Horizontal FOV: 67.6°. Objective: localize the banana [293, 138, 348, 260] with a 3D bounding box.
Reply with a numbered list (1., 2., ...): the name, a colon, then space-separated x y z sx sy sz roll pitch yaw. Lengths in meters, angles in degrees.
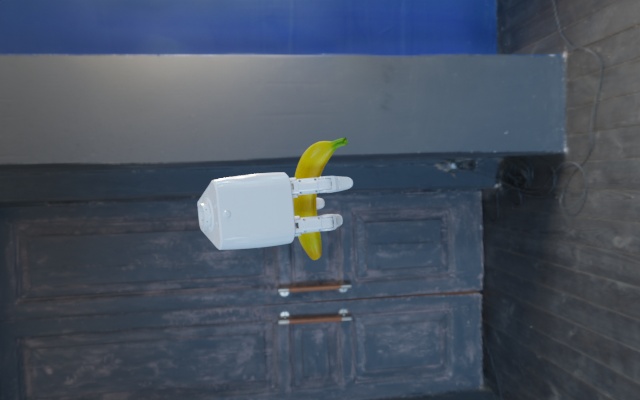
1. banana: -0.013 -0.007 0.730 0.069 0.198 0.037 25 22 35
